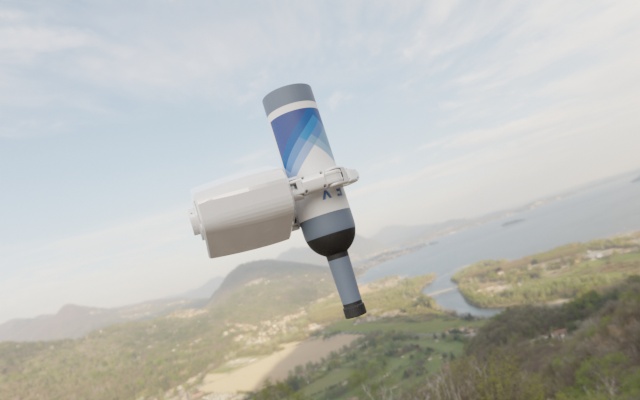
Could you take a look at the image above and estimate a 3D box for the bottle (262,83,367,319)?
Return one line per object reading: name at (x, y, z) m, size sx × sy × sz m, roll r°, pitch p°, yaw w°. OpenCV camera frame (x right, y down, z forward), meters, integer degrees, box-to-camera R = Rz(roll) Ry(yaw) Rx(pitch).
bottle at (0.000, 0.002, 0.602) m, size 0.069 × 0.295 × 0.069 m, roll -17°, pitch -7°, yaw -2°
